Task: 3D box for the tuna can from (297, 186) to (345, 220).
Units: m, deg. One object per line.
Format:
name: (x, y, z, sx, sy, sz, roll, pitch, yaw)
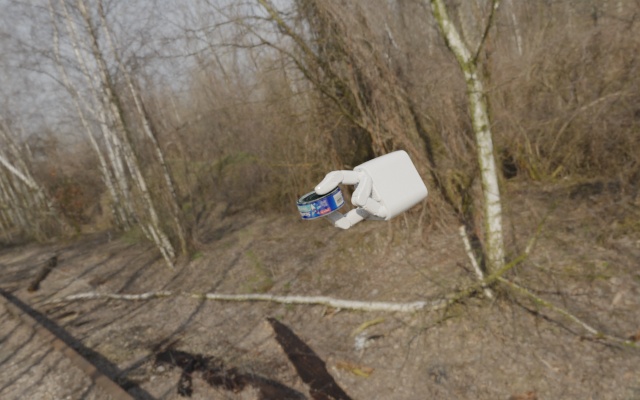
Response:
tuna can: (0.000, 0.002, 0.879, 0.086, 0.034, 0.086, -20, 14, 5)
